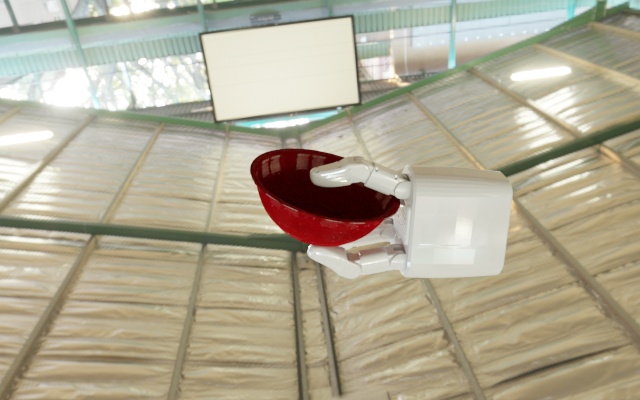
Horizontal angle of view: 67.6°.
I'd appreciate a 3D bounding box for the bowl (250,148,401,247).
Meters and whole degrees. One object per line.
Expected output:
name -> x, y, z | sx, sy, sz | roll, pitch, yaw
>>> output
bowl -> -0.001, 0.002, 0.513 | 0.162, 0.055, 0.162 | 12, 27, -6
